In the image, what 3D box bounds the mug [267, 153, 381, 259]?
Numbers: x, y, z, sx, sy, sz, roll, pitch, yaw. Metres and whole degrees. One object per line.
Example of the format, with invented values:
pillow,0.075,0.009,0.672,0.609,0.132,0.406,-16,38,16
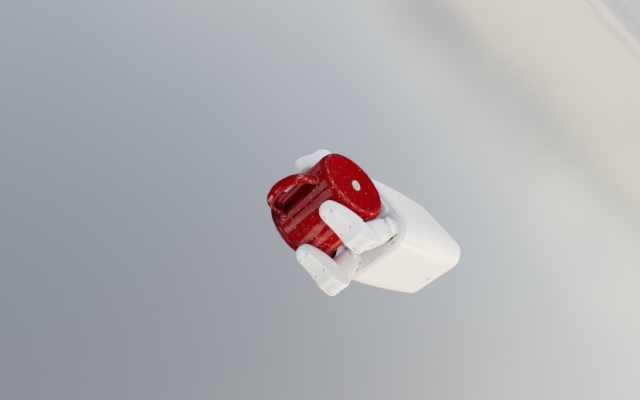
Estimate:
mug,-0.001,0.001,0.491,0.117,0.093,0.081,22,-51,-38
